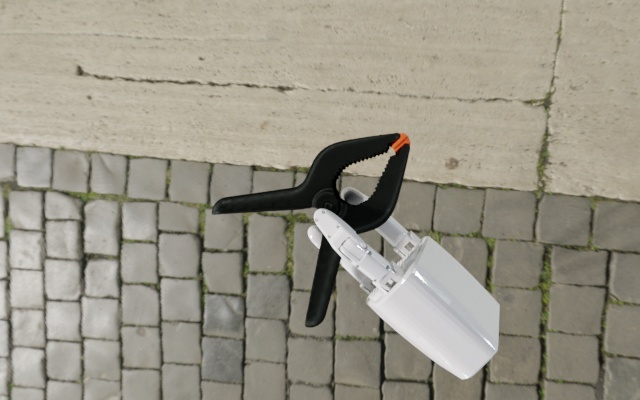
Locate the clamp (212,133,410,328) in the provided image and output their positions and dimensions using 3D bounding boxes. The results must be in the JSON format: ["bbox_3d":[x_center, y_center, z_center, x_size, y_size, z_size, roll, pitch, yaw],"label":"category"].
[{"bbox_3d":[0.000,0.001,0.479,0.164,0.210,0.036,42,9,6],"label":"clamp"}]
